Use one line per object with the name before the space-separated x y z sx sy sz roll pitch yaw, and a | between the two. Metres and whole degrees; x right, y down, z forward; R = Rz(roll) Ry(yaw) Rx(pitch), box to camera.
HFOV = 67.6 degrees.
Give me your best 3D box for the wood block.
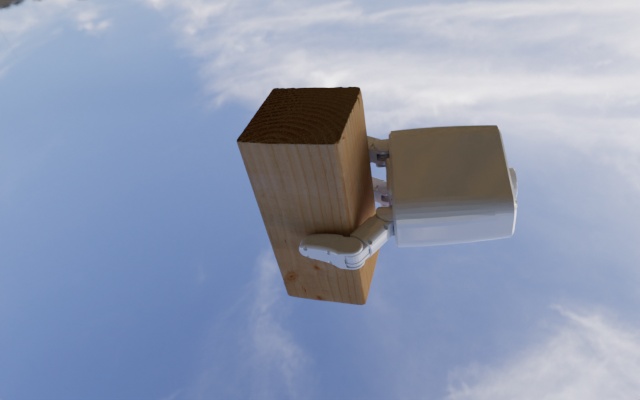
wood block | 0.000 0.002 0.473 0.090 0.206 0.090 4 43 18
